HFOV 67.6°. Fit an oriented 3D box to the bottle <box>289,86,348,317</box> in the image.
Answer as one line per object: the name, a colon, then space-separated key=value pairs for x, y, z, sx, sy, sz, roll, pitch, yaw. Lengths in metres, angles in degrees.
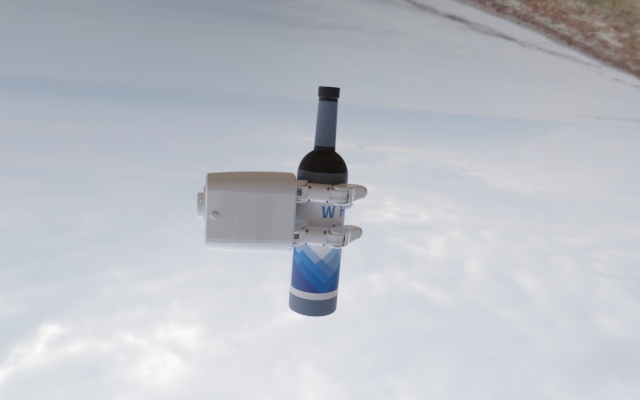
bottle: x=0.000 y=0.002 z=0.625 sx=0.069 sy=0.296 sz=0.069 roll=4 pitch=12 yaw=-1
